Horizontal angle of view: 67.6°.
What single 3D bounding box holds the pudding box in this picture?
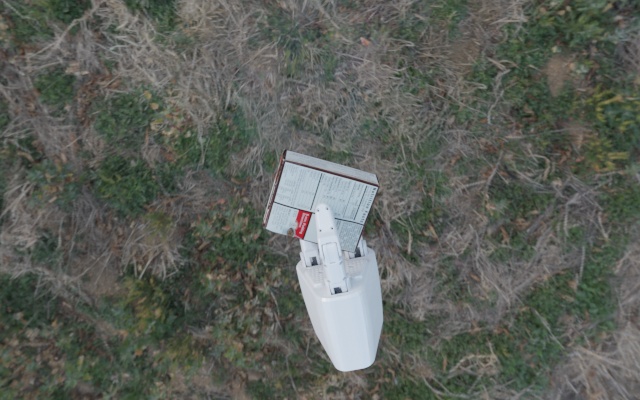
[{"bbox_3d":[0.000,0.002,0.537,0.113,0.090,0.039,15,21,-10],"label":"pudding box"}]
